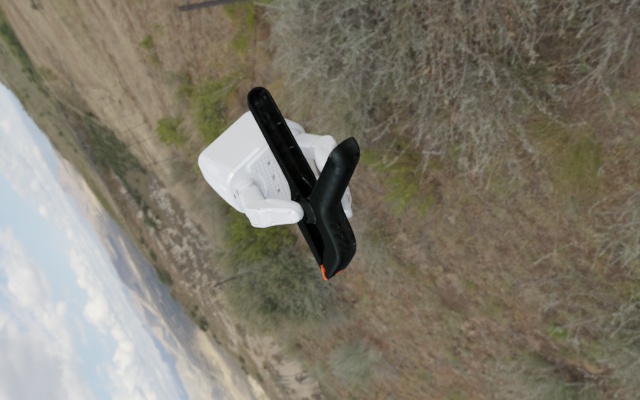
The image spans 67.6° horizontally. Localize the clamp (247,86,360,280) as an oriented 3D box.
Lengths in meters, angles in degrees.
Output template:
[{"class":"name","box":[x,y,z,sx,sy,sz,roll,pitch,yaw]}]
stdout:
[{"class":"clamp","box":[-0.001,0.002,0.459,0.036,0.210,0.164,-29,33,-19]}]
